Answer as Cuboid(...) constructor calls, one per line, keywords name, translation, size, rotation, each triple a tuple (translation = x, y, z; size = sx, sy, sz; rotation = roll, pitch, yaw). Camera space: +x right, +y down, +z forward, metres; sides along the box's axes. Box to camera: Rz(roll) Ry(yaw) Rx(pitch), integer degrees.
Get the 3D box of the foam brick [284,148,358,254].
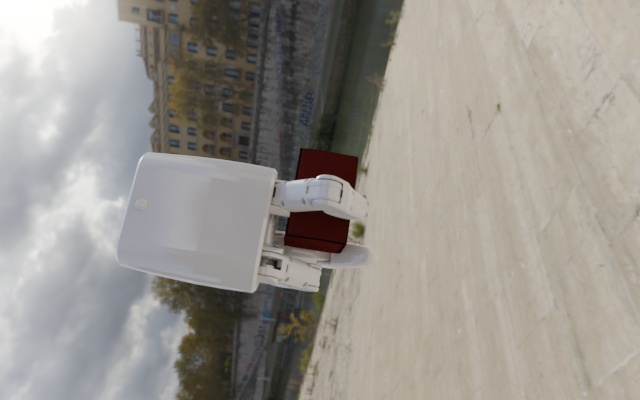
Cuboid(name="foam brick", translation=(0.000, 0.001, 0.411), size=(0.051, 0.078, 0.053), rotation=(10, -16, -1))
